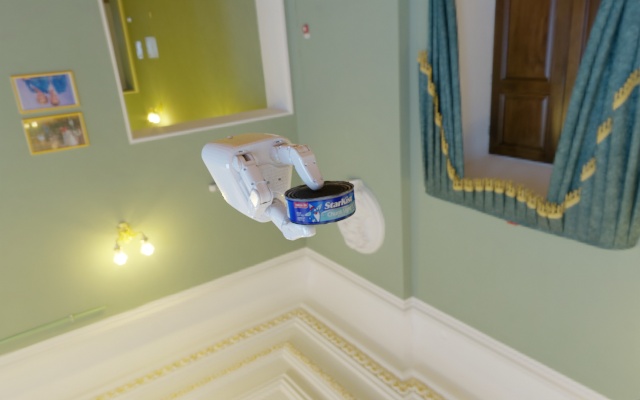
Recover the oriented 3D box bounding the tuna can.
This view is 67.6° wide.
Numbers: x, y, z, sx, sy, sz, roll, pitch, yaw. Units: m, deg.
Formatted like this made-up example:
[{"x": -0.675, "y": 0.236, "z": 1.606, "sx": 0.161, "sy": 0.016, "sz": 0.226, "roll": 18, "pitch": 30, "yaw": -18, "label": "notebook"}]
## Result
[{"x": 0.000, "y": 0.002, "z": 0.582, "sx": 0.086, "sy": 0.034, "sz": 0.086, "roll": -7, "pitch": 14, "yaw": 2, "label": "tuna can"}]
